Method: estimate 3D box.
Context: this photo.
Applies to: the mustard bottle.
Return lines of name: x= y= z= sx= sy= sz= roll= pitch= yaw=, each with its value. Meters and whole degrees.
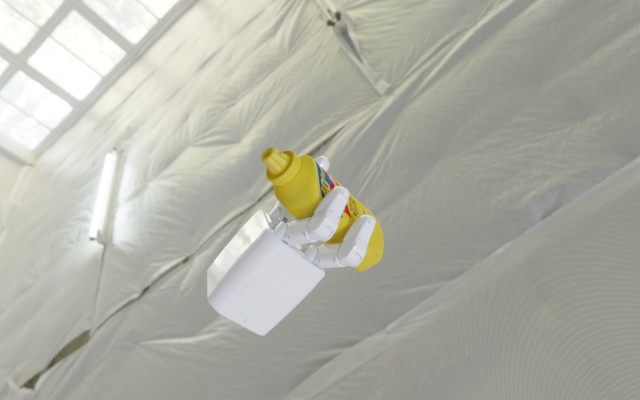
mustard bottle: x=0.001 y=0.002 z=0.561 sx=0.058 sy=0.096 sz=0.192 roll=-32 pitch=-50 yaw=21
